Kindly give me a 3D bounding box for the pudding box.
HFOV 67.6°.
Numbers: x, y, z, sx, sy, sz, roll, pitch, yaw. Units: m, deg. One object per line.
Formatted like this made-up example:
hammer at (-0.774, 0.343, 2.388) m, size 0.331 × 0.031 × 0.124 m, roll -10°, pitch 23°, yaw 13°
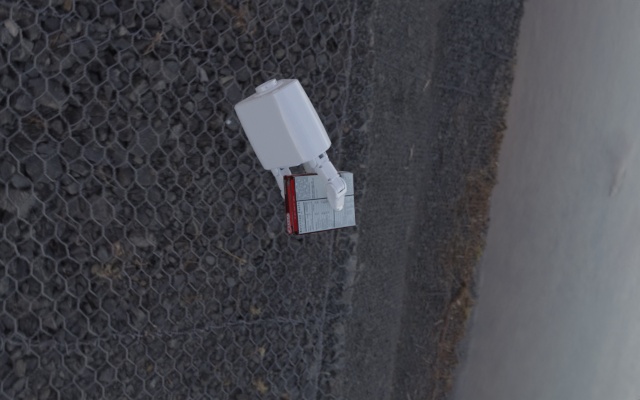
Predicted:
pudding box at (0.000, 0.002, 0.733) m, size 0.113 × 0.090 × 0.039 m, roll -6°, pitch 6°, yaw -31°
